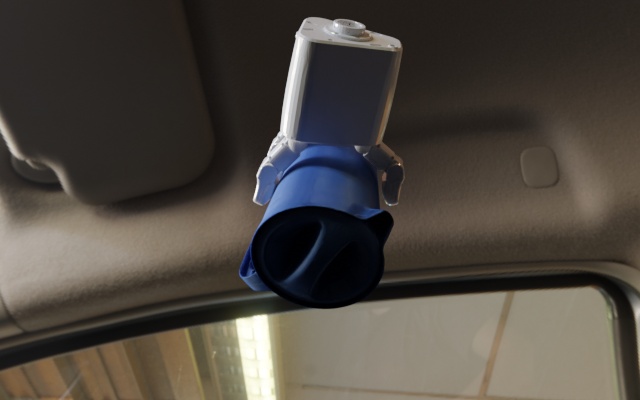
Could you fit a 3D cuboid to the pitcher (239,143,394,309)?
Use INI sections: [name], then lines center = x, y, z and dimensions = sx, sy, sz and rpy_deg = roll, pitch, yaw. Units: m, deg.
[pitcher]
center = 0.000, 0.002, 0.567
dimensions = 0.149, 0.145, 0.242
rpy_deg = 11, 34, 0
